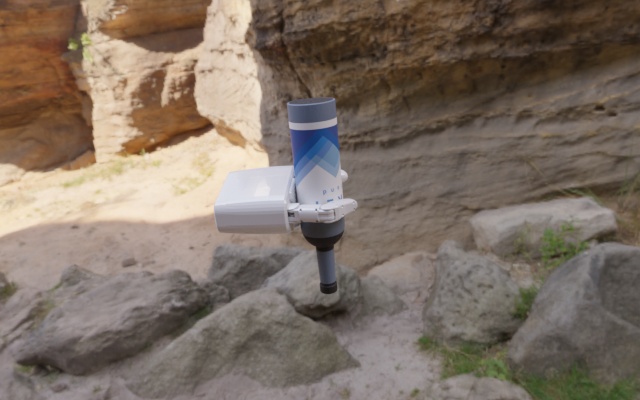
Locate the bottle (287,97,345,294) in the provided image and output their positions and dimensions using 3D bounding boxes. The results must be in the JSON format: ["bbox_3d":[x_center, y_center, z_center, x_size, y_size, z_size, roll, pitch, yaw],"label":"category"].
[{"bbox_3d":[0.000,0.002,0.701,0.069,0.296,0.069,-5,19,2],"label":"bottle"}]
